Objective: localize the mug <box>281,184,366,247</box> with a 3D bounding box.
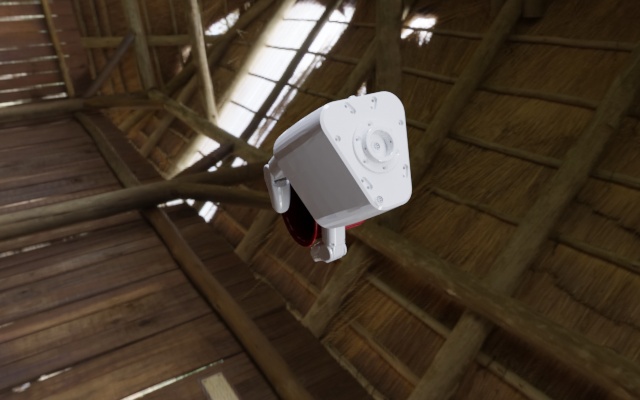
[{"bbox_3d":[0.000,0.002,0.587,0.081,0.093,0.117,-16,0,-27],"label":"mug"}]
